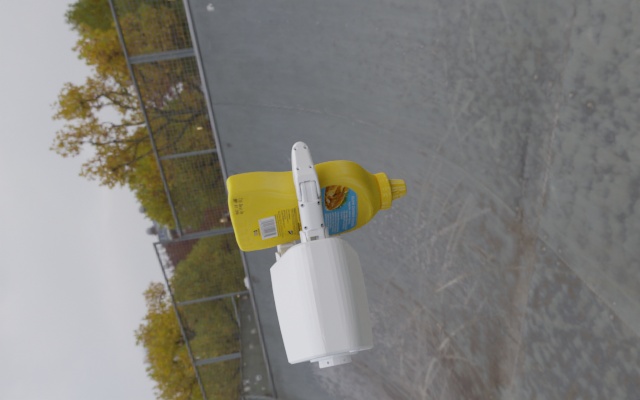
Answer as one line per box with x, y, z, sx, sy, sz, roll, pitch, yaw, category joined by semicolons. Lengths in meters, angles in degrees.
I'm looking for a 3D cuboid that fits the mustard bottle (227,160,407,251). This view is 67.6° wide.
0.000;0.001;0.522;0.191;0.058;0.096;-9;-44;-6;mustard bottle
